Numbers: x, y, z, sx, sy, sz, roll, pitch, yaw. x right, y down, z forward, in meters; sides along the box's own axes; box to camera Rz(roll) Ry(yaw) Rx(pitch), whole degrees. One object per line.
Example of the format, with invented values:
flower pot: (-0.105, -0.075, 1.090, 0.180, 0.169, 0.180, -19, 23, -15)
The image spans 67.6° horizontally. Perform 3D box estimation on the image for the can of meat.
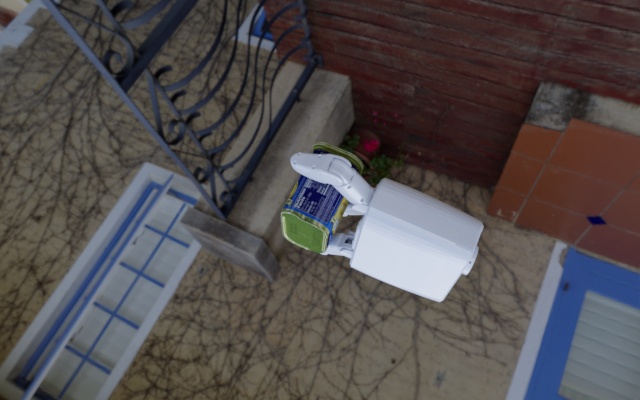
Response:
can of meat: (0.000, 0.002, 0.505, 0.057, 0.084, 0.102, 24, -20, 8)
